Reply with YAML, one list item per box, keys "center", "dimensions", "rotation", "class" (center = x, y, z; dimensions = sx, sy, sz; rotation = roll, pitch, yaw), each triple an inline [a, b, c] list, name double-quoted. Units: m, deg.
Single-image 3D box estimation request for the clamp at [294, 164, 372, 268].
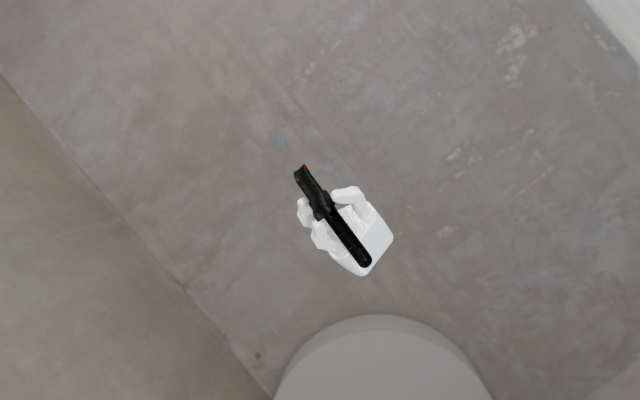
- center: [0.001, 0.002, 0.768]
  dimensions: [0.036, 0.210, 0.165]
  rotation: [-37, -39, 3]
  class: "clamp"
